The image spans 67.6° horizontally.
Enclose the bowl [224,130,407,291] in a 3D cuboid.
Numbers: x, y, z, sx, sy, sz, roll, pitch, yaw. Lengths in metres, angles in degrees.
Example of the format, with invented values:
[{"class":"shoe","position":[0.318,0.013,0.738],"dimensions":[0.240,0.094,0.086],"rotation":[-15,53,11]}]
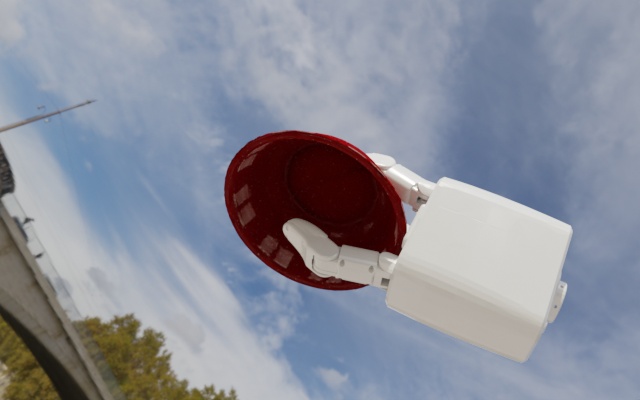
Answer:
[{"class":"bowl","position":[-0.001,0.001,0.416],"dimensions":[0.162,0.162,0.055],"rotation":[0,34,23]}]
